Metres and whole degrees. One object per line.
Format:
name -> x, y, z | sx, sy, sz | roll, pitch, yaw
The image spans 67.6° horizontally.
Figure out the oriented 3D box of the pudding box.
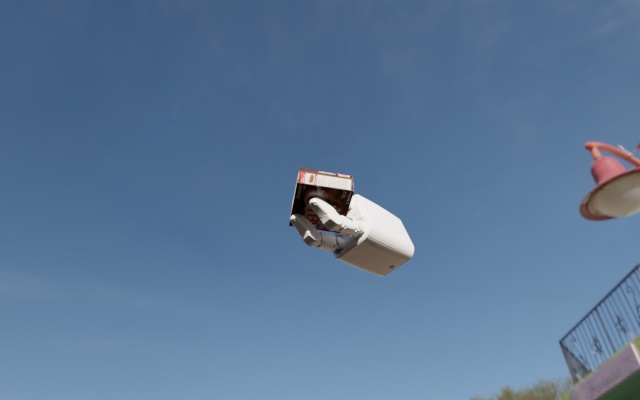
pudding box -> 0.000, 0.002, 0.774 | 0.090, 0.039, 0.114 | 8, -43, -5
